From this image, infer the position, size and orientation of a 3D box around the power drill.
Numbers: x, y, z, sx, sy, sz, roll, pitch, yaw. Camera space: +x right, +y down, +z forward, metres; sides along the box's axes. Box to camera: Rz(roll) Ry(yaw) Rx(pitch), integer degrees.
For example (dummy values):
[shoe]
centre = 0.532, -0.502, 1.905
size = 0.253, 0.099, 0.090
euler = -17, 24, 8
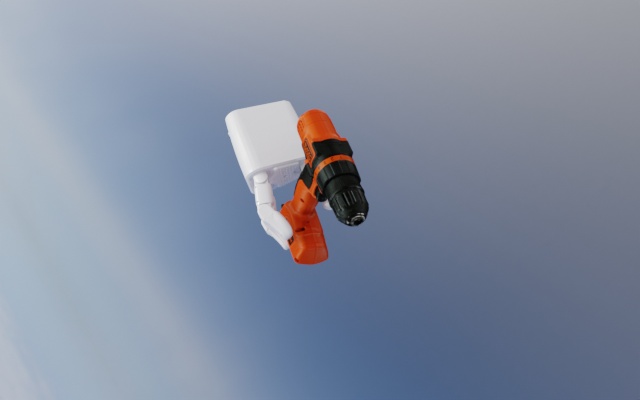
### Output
[power drill]
centre = 0.000, 0.002, 0.632
size = 0.057, 0.184, 0.188
euler = -2, -42, -21
